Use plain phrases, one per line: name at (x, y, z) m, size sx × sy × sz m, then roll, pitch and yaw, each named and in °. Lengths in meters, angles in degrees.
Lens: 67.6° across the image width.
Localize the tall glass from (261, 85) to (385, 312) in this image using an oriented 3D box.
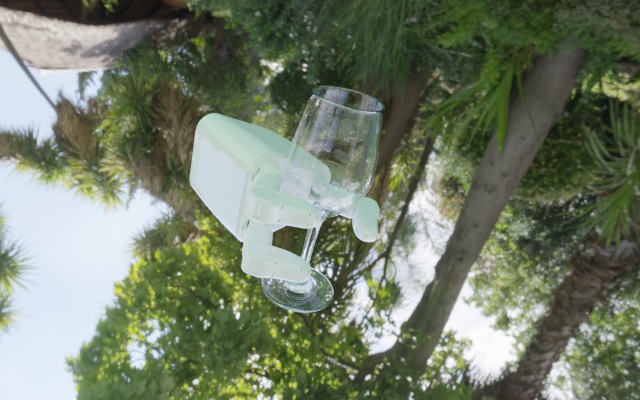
tall glass at (0.000, 0.002, 0.436) m, size 0.079 × 0.201 × 0.079 m, roll 12°, pitch 28°, yaw -7°
